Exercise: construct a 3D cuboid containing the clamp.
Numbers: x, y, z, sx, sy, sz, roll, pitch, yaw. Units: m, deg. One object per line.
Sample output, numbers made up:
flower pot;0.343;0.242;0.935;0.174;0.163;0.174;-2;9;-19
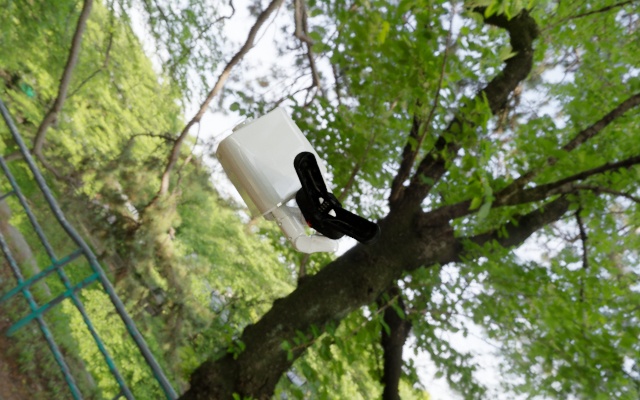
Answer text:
clamp;0.001;0.002;0.555;0.039;0.120;0.171;-36;6;-17
